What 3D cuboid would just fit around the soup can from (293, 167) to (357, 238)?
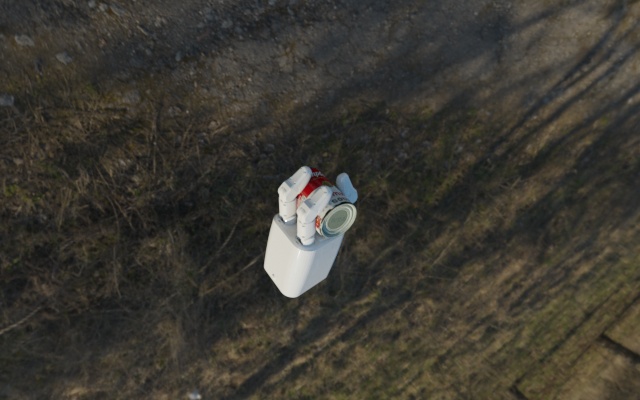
[{"bbox_3d":[0.000,0.002,0.739,0.068,0.068,0.102,0,34,-41],"label":"soup can"}]
